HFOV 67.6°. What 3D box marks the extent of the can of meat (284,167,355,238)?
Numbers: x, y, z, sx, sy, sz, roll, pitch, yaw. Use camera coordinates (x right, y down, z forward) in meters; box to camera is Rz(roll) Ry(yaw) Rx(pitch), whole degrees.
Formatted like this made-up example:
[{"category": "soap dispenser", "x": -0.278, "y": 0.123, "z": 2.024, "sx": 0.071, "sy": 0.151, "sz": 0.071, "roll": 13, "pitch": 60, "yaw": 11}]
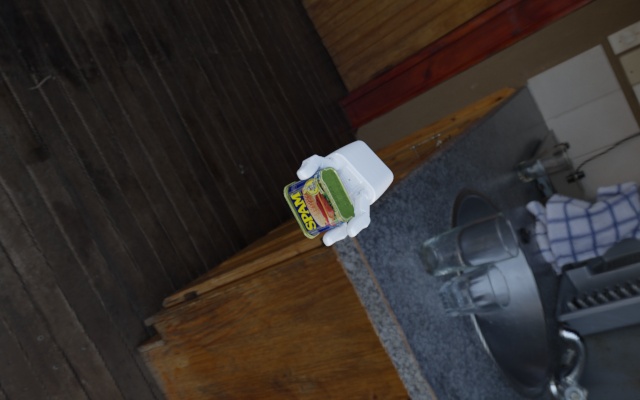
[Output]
[{"category": "can of meat", "x": 0.000, "y": 0.002, "z": 0.811, "sx": 0.084, "sy": 0.102, "sz": 0.057, "roll": -25, "pitch": 4, "yaw": 35}]
